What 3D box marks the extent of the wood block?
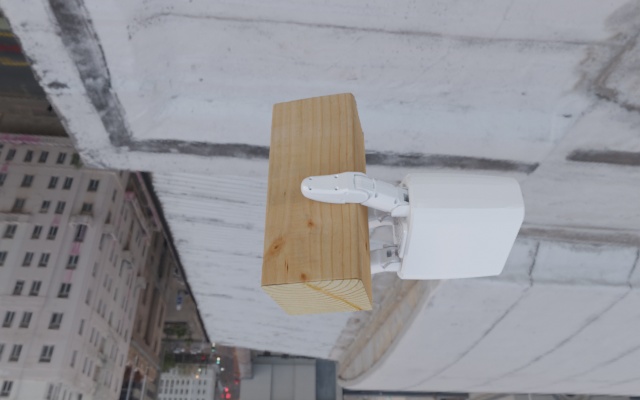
[{"bbox_3d":[0.000,0.002,0.491,0.090,0.206,0.091,-6,-30,11],"label":"wood block"}]
